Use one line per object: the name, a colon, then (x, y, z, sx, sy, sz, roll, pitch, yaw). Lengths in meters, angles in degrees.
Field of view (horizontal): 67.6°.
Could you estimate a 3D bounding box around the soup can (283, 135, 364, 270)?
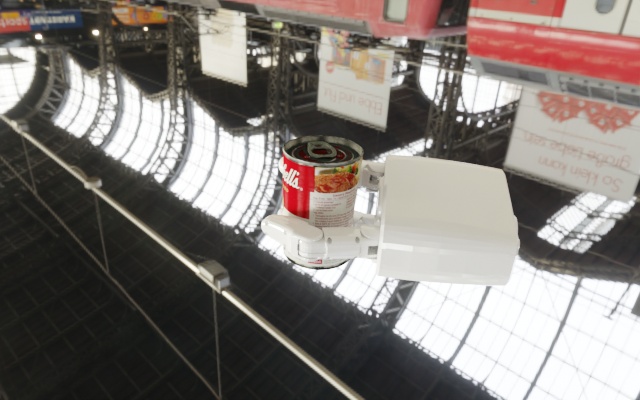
soup can: (0.000, 0.002, 0.423, 0.068, 0.102, 0.068, 2, 27, -1)
